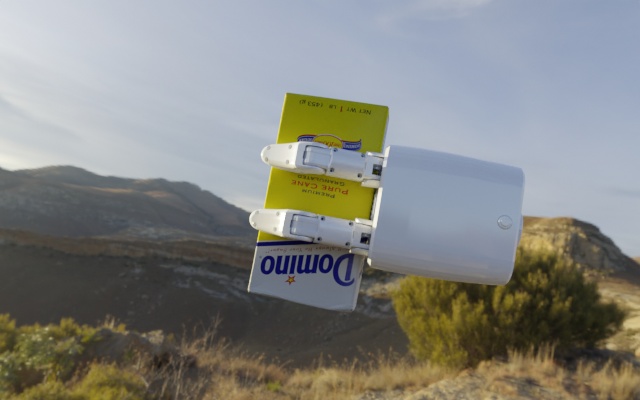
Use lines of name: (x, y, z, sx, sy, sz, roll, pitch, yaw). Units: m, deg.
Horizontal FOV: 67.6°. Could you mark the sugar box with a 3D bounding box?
sugar box: (0.000, 0.001, 0.417, 0.093, 0.176, 0.048, 9, -6, 10)
